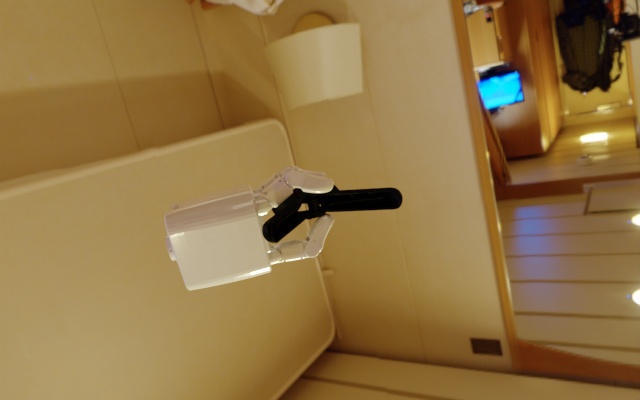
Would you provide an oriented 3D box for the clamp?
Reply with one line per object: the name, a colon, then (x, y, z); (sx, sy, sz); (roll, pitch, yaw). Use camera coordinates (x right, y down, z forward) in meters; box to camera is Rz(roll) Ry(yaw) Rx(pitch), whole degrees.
clamp: (0.000, 0.003, 0.611); (0.164, 0.036, 0.210); (-12, 11, -9)
